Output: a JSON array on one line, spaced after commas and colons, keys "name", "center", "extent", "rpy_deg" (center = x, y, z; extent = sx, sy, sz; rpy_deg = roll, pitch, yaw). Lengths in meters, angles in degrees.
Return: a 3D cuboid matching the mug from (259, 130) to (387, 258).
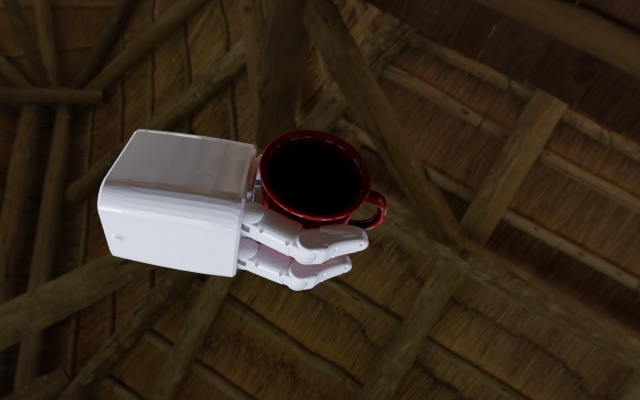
[{"name": "mug", "center": [0.001, 0.002, 0.424], "extent": [0.117, 0.093, 0.082], "rpy_deg": [11, -37, -7]}]
